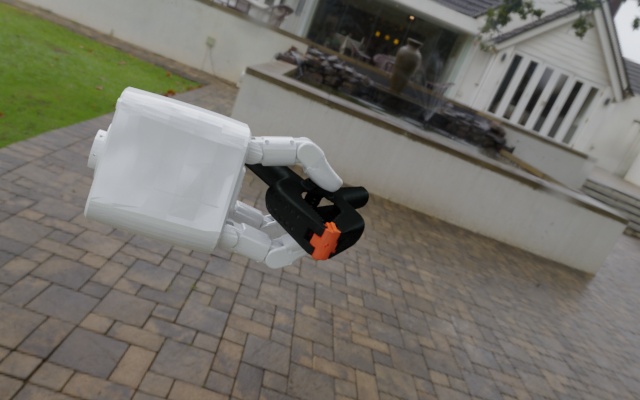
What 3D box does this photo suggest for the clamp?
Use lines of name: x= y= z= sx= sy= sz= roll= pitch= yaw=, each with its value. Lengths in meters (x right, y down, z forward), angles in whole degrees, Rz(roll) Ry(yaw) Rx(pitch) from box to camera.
clamp: x=0.000 y=0.001 z=0.465 sx=0.164 sy=0.036 sz=0.210 roll=19 pitch=17 yaw=-21
